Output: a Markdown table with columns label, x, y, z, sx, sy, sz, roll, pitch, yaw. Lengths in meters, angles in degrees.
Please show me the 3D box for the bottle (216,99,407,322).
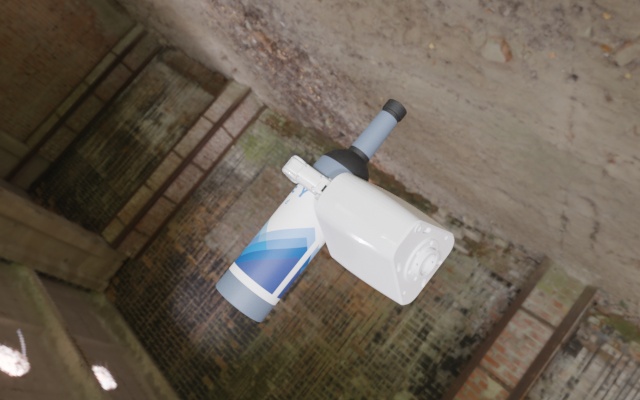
| label | x | y | z | sx | sy | sz | roll | pitch | yaw |
| --- | --- | --- | --- | --- | --- | --- | --- | --- | --- |
| bottle | 0.000 | 0.002 | 0.552 | 0.069 | 0.295 | 0.069 | 38 | -6 | 5 |
